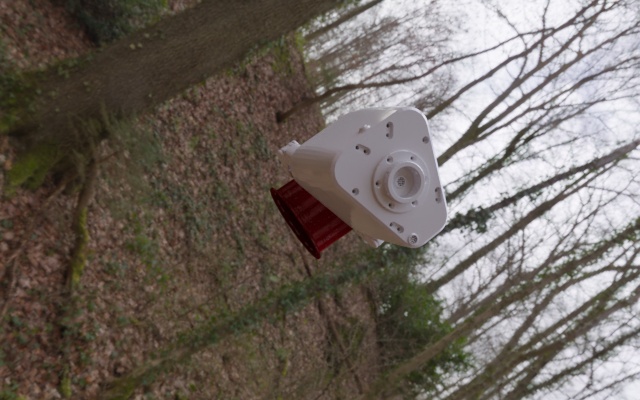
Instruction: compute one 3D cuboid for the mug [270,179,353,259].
[{"bbox_3d":[0.000,0.001,0.535,0.081,0.093,0.117,-34,17,-12],"label":"mug"}]
